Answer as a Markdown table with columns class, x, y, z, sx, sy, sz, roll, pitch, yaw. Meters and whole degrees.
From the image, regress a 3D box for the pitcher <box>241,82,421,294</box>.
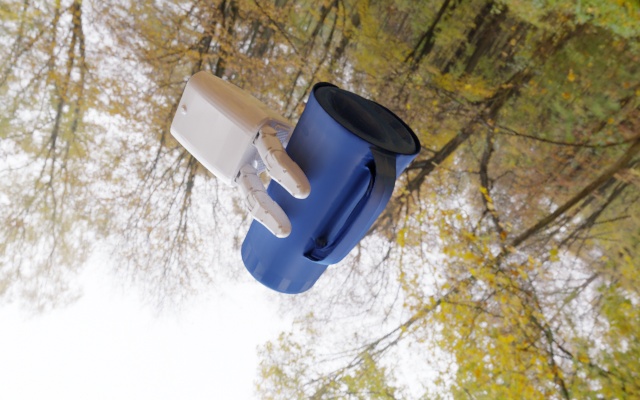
| class | x | y | z | sx | sy | sz | roll | pitch | yaw |
| --- | --- | --- | --- | --- | --- | --- | --- | --- | --- |
| pitcher | 0.000 | 0.002 | 0.554 | 0.145 | 0.243 | 0.149 | 38 | 30 | 13 |
